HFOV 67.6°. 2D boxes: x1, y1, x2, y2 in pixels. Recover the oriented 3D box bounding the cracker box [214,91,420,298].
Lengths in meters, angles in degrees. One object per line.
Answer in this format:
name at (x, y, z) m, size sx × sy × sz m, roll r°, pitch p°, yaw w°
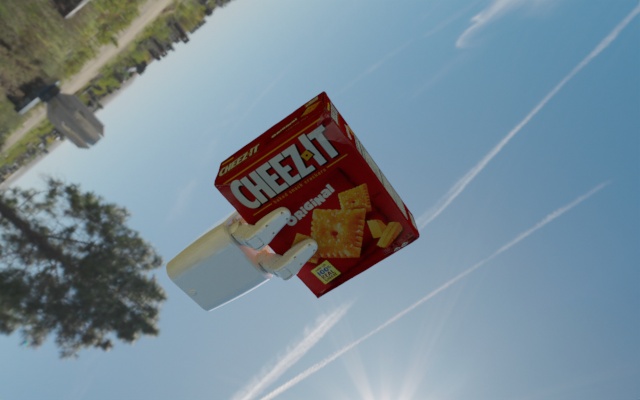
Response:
cracker box at (0.000, 0.002, 0.600) m, size 0.164 × 0.214 × 0.072 m, roll -32°, pitch 26°, yaw 14°
